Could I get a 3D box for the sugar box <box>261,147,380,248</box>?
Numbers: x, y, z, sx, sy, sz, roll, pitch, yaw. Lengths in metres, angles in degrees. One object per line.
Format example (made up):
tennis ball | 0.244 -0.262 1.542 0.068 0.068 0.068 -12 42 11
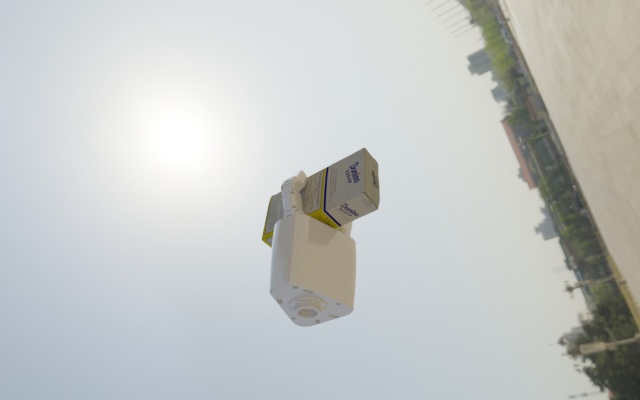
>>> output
sugar box | 0.000 0.003 0.679 0.176 0.093 0.048 -23 -51 27
